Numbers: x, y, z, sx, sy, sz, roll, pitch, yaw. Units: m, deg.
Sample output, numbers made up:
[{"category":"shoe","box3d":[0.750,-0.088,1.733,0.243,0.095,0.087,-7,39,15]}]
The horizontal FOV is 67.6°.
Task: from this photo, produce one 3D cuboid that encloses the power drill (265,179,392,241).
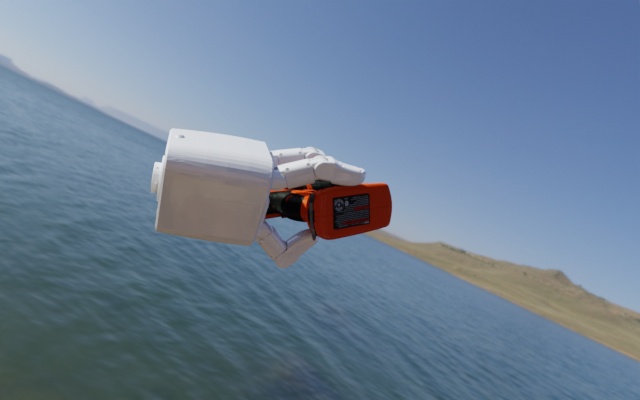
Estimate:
[{"category":"power drill","box3d":[0.000,0.002,0.602,0.184,0.057,0.187,-11,10,-34]}]
